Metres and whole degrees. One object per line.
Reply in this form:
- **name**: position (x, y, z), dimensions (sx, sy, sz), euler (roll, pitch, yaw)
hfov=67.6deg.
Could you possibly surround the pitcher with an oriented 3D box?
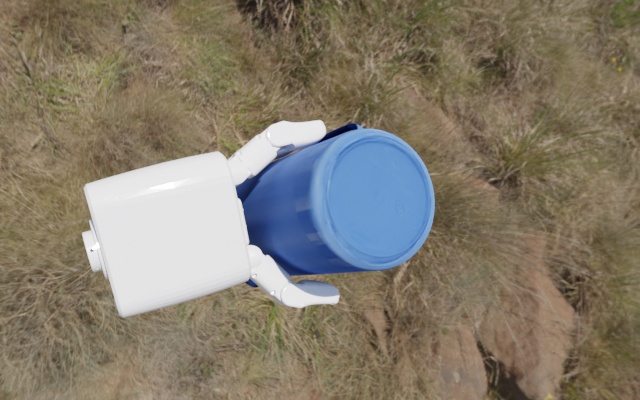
- **pitcher**: position (0.000, 0.002, 0.462), dimensions (0.145, 0.149, 0.243), euler (-14, -1, -25)
